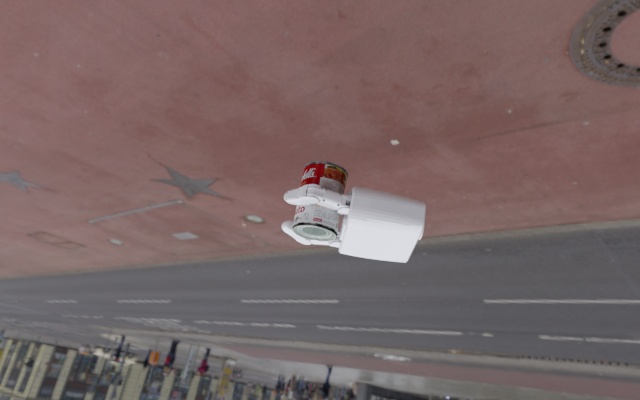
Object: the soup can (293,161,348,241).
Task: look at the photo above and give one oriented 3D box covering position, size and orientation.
[{"bbox_3d":[0.000,0.002,0.707,0.068,0.102,0.068,9,-23,4],"label":"soup can"}]
